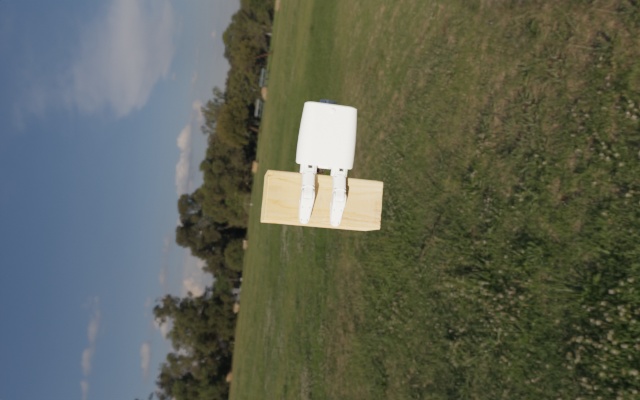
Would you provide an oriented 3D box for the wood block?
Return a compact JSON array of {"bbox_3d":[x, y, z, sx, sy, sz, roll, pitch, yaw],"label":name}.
[{"bbox_3d":[0.000,0.002,0.873,0.206,0.090,0.091,5,-5,-10],"label":"wood block"}]
